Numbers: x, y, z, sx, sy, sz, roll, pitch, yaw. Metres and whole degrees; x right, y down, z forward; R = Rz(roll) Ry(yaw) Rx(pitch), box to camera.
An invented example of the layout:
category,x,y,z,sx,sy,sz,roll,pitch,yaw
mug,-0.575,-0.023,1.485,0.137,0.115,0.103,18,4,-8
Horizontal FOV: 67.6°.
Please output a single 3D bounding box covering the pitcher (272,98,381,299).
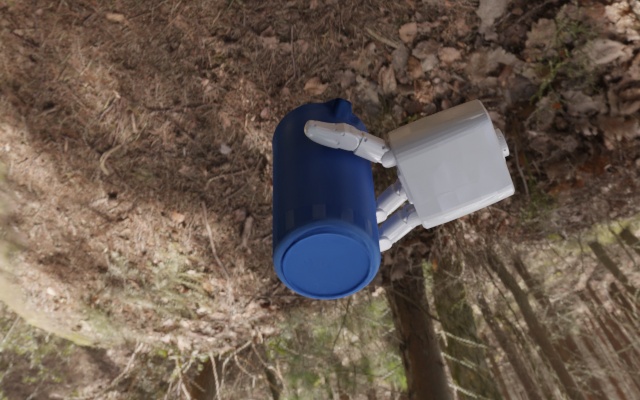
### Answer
category,x,y,z,sx,sy,sz,roll,pitch,yaw
pitcher,0.000,0.002,0.568,0.145,0.149,0.242,-19,35,12
